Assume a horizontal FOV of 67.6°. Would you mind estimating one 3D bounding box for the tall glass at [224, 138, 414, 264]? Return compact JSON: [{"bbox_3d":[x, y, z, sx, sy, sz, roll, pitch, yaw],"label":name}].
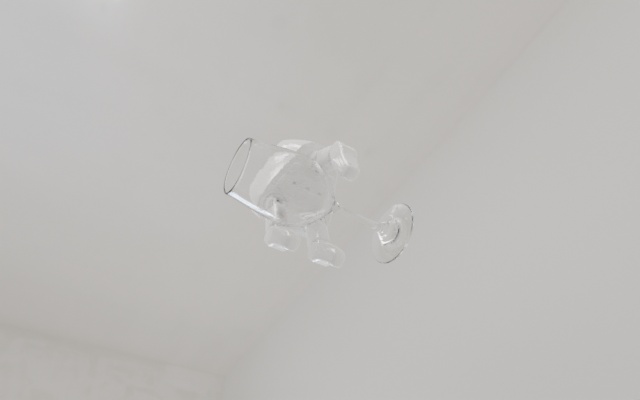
[{"bbox_3d":[0.001,0.002,0.516,0.201,0.079,0.079,24,-10,-24],"label":"tall glass"}]
